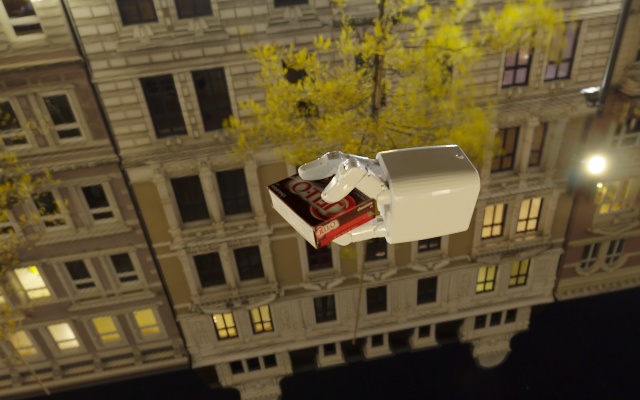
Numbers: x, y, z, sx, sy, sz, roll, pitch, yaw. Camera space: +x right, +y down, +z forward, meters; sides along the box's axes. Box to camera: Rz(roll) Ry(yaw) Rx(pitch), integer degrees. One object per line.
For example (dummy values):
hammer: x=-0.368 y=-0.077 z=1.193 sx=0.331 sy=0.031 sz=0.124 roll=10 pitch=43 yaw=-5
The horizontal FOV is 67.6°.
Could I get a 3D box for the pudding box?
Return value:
pudding box: x=0.000 y=0.002 z=0.592 sx=0.090 sy=0.039 sz=0.113 roll=-25 pitch=37 yaw=-24
